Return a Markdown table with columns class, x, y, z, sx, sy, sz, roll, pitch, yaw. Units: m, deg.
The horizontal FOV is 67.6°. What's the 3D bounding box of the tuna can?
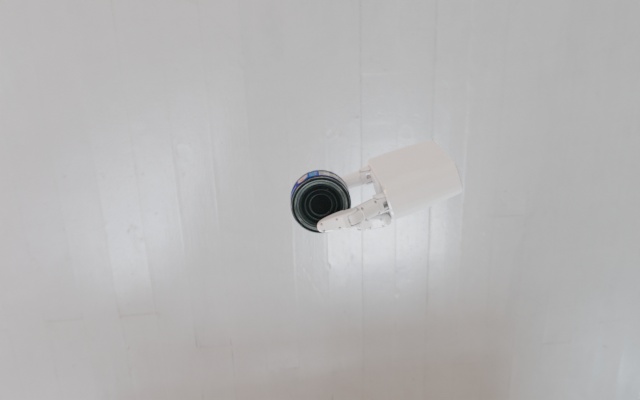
| class | x | y | z | sx | sy | sz | roll | pitch | yaw |
| --- | --- | --- | --- | --- | --- | --- | --- | --- | --- |
| tuna can | 0.000 | 0.002 | 0.671 | 0.086 | 0.086 | 0.033 | 0 | 17 | -2 |
